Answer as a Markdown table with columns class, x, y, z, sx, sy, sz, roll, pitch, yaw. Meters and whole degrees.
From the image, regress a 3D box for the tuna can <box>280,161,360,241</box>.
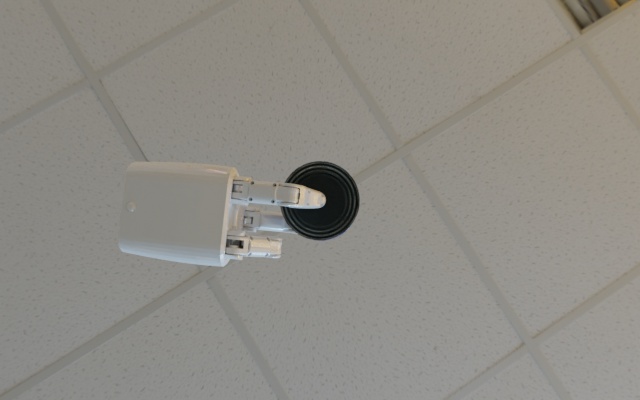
| class | x | y | z | sx | sy | sz | roll | pitch | yaw |
| --- | --- | --- | --- | --- | --- | --- | --- | --- | --- |
| tuna can | 0.000 | 0.002 | 0.527 | 0.086 | 0.086 | 0.034 | 0 | -6 | 4 |
